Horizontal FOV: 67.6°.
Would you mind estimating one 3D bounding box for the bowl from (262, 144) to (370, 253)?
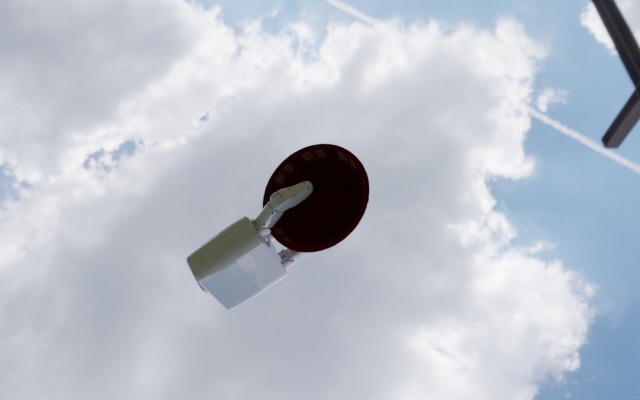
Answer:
[{"bbox_3d":[0.001,0.002,0.683,0.162,0.162,0.055,0,-20,25],"label":"bowl"}]
